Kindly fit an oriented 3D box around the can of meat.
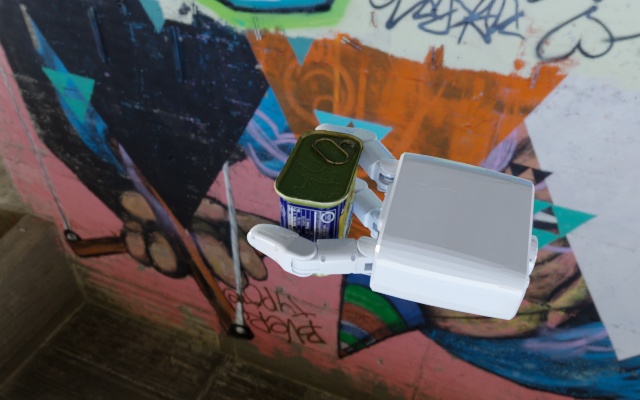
[{"bbox_3d":[0.000,0.002,0.412,0.057,0.084,0.102,10,40,10],"label":"can of meat"}]
